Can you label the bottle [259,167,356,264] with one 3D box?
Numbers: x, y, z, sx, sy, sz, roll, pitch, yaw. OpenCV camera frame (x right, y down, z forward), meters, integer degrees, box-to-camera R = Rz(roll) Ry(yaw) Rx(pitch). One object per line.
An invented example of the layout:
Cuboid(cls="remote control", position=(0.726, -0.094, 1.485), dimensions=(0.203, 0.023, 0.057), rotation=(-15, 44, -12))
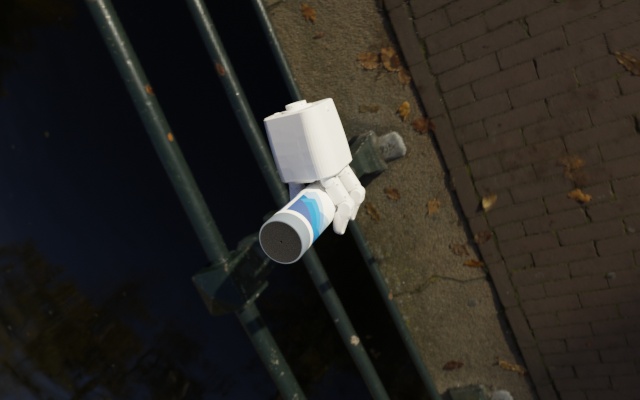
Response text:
Cuboid(cls="bottle", position=(0.000, 0.003, 0.763), dimensions=(0.069, 0.069, 0.295), rotation=(0, 21, 23))
